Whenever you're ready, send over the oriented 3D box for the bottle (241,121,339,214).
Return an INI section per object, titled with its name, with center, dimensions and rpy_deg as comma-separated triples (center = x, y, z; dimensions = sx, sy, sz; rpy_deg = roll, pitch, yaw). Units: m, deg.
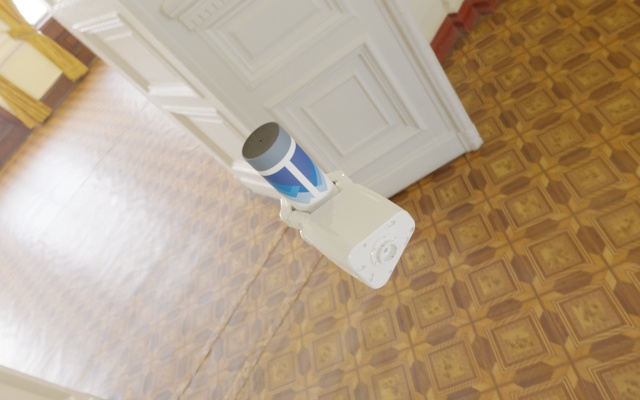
[bottle]
center = 0.000, 0.002, 0.723
dimensions = 0.069, 0.069, 0.296
rpy_deg = 0, -34, 40
